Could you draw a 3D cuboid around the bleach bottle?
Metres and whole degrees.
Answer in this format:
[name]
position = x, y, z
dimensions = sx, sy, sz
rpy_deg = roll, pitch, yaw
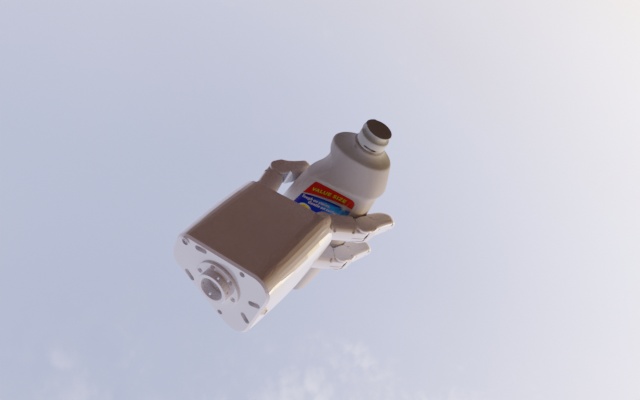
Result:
[bleach bottle]
position = 0.000, 0.002, 0.551
dimensions = 0.068, 0.102, 0.251
rpy_deg = -42, -11, -46
